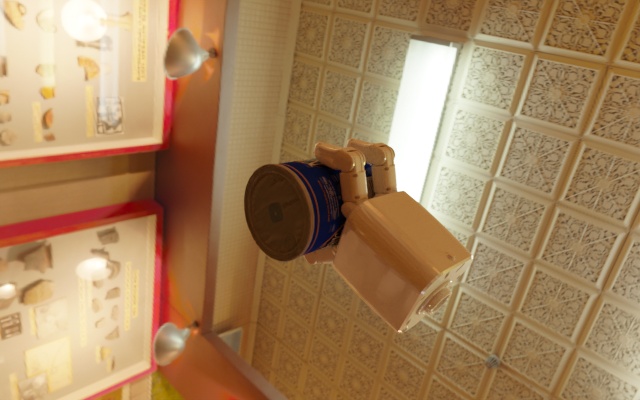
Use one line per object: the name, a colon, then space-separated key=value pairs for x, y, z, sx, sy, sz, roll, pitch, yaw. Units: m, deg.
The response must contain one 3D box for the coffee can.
coffee can: x=0.000 y=0.002 z=0.541 sx=0.103 sy=0.103 sz=0.140 roll=0 pitch=10 yaw=44
